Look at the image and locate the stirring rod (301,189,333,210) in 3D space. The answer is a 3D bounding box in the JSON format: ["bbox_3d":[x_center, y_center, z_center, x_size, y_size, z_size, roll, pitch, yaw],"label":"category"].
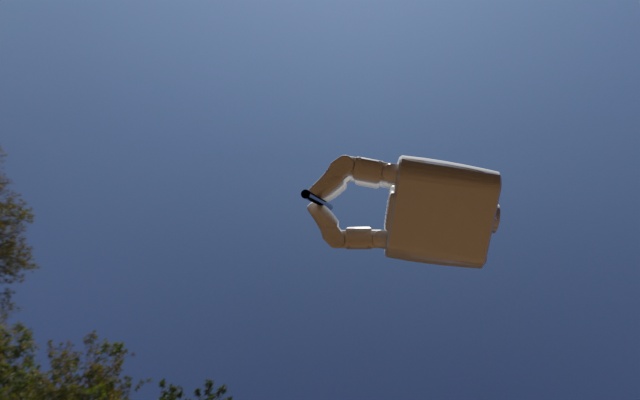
[{"bbox_3d":[0.000,0.002,0.530,0.011,0.011,0.239,0,-3,6],"label":"stirring rod"}]
